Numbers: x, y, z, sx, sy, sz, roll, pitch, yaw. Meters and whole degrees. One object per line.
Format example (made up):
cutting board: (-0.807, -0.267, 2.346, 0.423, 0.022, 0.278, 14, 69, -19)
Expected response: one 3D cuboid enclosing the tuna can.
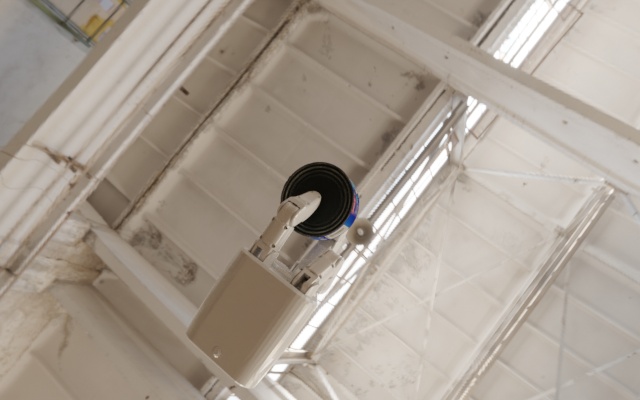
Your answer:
tuna can: (0.000, 0.002, 0.543, 0.086, 0.086, 0.034, 0, -12, 18)
